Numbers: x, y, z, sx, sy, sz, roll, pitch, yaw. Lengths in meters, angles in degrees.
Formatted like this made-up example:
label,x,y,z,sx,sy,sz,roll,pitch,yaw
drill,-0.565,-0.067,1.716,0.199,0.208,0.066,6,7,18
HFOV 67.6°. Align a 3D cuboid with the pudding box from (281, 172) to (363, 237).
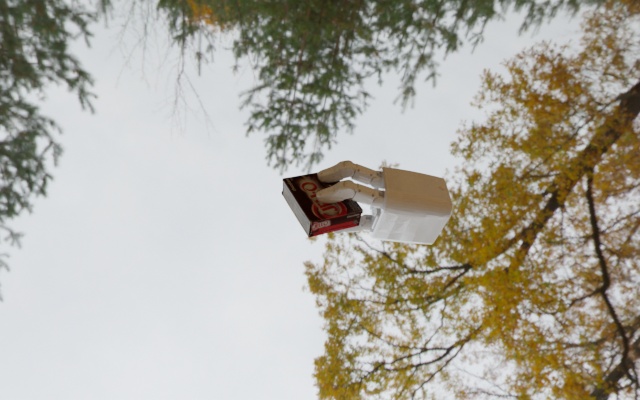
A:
label,x,y,z,sx,sy,sz,roll,pitch,yaw
pudding box,0.000,0.003,0.754,0.090,0.039,0.113,-11,41,-25
